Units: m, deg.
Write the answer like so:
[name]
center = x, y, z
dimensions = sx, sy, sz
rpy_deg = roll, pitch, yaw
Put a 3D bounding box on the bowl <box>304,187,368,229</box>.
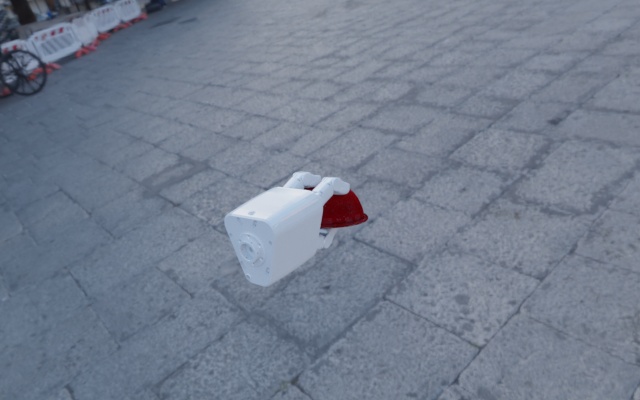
[bowl]
center = 0.001, 0.002, 0.802
dimensions = 0.162, 0.055, 0.162
rpy_deg = 0, 10, 0
